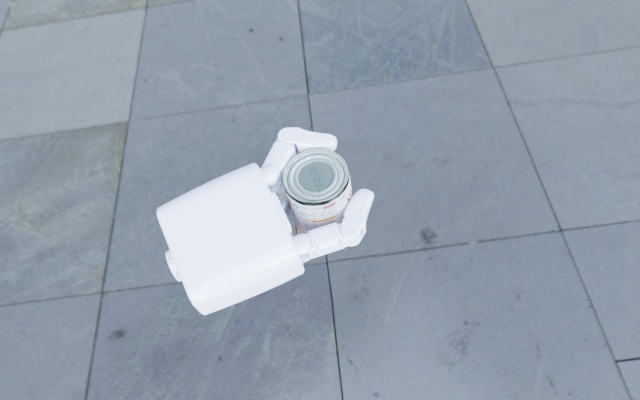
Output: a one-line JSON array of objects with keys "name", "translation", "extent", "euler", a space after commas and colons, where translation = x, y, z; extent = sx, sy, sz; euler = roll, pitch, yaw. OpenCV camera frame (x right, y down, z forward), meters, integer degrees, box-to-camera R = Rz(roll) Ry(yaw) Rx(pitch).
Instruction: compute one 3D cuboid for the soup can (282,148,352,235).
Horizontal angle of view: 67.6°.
[{"name": "soup can", "translation": [0.001, 0.001, 0.499], "extent": [0.068, 0.068, 0.102], "euler": [0, -32, 7]}]
